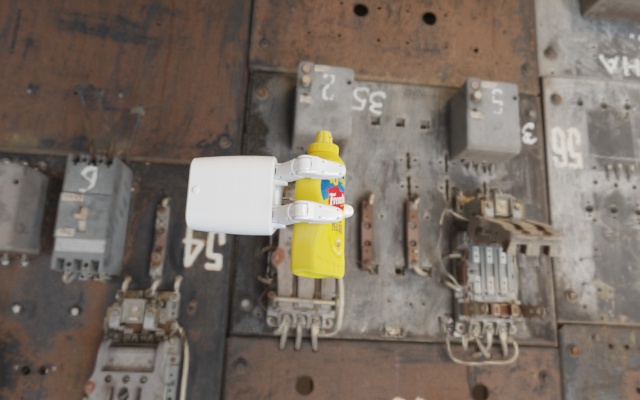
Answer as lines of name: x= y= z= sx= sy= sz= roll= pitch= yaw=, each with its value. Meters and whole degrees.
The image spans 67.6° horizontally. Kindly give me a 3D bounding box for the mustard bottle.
mustard bottle: x=0.000 y=0.002 z=0.618 sx=0.058 sy=0.191 sz=0.096 roll=-4 pitch=-14 yaw=26
